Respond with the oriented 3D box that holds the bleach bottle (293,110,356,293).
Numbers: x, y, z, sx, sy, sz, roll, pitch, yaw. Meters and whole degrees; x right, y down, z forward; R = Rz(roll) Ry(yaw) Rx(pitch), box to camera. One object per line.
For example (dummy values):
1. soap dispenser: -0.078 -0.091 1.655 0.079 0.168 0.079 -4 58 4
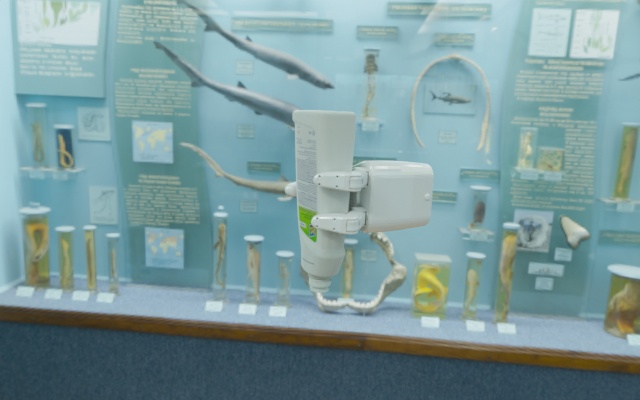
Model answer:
1. bleach bottle: 0.000 0.002 0.668 0.068 0.251 0.102 -2 11 -25
